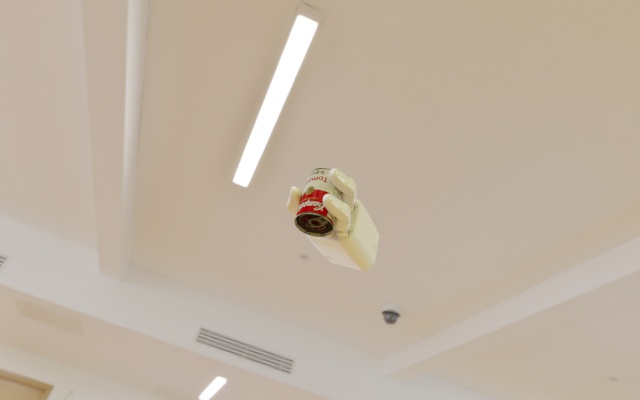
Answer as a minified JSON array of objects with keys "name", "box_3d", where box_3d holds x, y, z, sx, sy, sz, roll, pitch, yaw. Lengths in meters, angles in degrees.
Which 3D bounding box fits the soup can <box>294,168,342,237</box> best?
[{"name":"soup can","box_3d":[0.000,0.002,0.827,0.068,0.102,0.069,10,-36,8]}]
